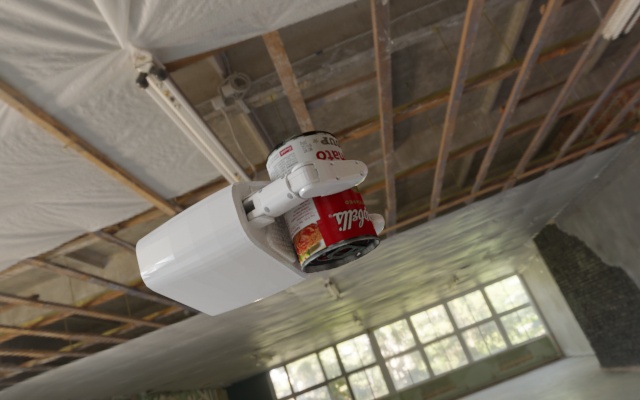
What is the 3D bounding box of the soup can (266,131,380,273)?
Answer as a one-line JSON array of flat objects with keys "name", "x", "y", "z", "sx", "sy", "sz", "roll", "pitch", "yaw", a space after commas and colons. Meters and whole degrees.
[{"name": "soup can", "x": 0.000, "y": 0.001, "z": 0.404, "sx": 0.068, "sy": 0.102, "sz": 0.068, "roll": -18, "pitch": -20, "yaw": -7}]
